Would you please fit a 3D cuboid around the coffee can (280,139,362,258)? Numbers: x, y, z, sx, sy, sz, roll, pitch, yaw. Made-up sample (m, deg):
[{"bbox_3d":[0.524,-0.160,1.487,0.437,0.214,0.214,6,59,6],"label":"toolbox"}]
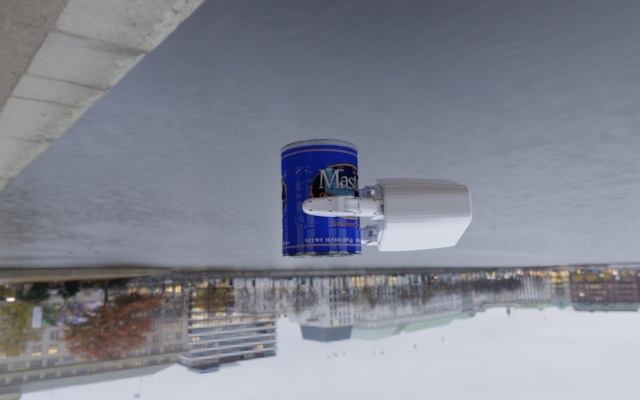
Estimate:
[{"bbox_3d":[0.000,0.002,0.618,0.103,0.140,0.103,-2,-9,0],"label":"coffee can"}]
